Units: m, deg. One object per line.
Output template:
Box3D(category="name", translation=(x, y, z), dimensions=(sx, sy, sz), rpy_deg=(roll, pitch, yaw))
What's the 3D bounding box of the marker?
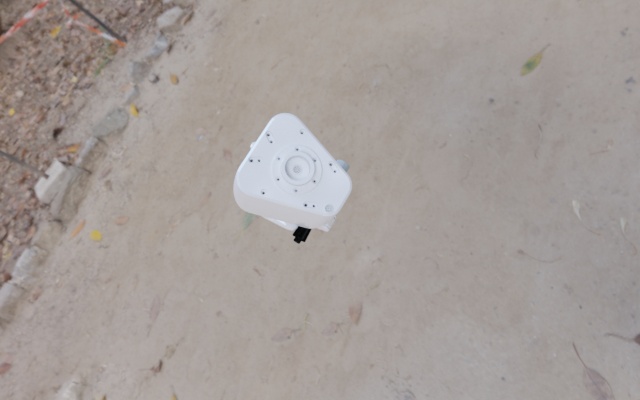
Box3D(category="marker", translation=(0.000, 0.002, 0.614), dimensions=(0.020, 0.121, 0.020), rpy_deg=(30, -11, 7))
